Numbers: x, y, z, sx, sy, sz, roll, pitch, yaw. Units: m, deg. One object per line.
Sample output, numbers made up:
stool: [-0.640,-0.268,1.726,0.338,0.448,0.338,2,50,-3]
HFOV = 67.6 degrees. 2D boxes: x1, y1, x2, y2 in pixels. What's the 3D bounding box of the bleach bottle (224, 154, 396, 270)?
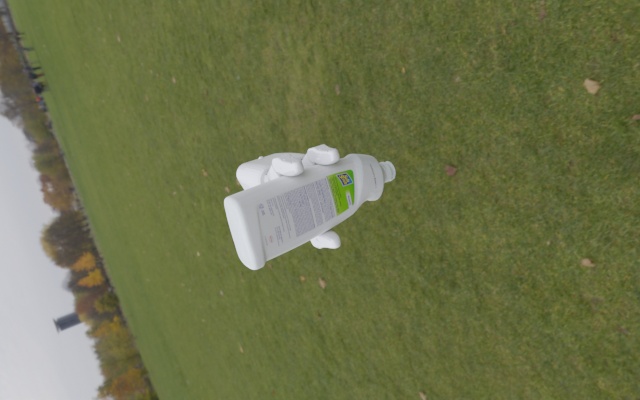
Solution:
bleach bottle: [0.000,0.002,0.662,0.251,0.102,0.068,-20,17,-26]
